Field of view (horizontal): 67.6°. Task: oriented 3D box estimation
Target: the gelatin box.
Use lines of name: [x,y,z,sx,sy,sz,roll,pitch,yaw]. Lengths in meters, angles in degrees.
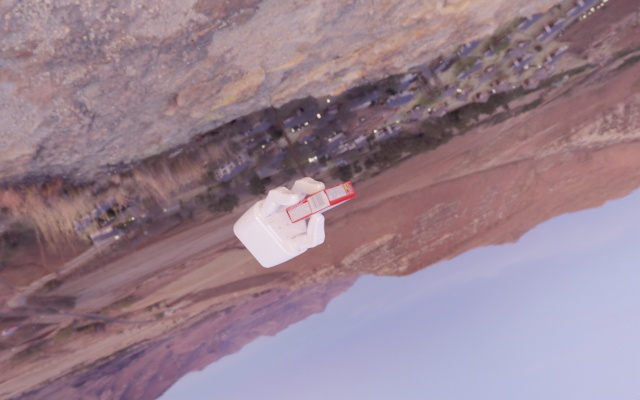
gelatin box: [0.001,0.003,0.756,0.089,0.030,0.073,-26,-4,39]
